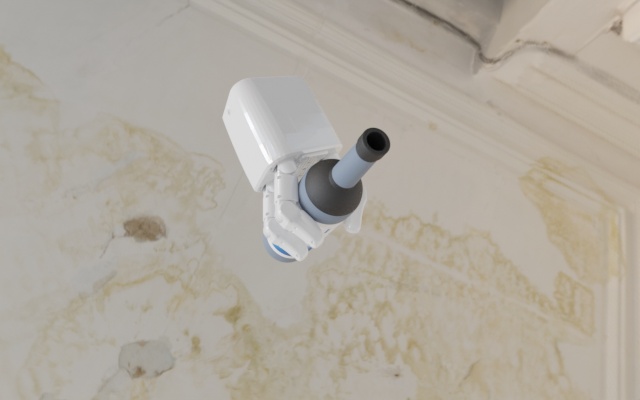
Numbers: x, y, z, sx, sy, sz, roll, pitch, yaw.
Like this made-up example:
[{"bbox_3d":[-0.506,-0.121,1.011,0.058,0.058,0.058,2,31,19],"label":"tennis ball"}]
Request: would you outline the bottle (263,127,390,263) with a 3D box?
[{"bbox_3d":[0.000,0.002,0.541,0.069,0.069,0.296,0,-21,-21],"label":"bottle"}]
